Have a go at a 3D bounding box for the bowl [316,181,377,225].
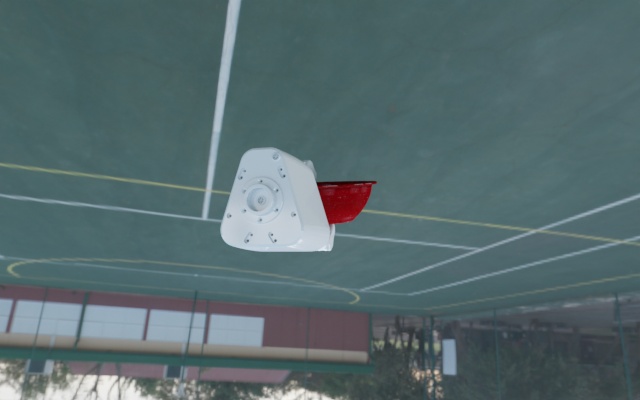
[{"bbox_3d":[0.001,0.003,0.678,0.162,0.055,0.162,-3,4,0],"label":"bowl"}]
